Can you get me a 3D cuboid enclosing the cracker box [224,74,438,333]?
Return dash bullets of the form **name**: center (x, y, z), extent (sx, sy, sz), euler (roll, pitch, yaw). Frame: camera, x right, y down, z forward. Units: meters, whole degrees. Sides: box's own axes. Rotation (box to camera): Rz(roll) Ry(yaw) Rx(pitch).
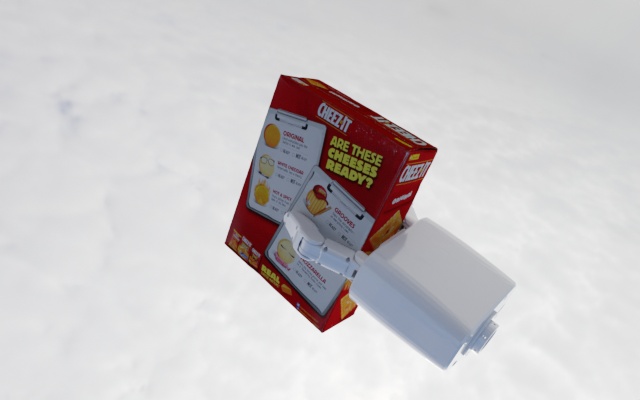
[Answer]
- **cracker box**: center (0.000, 0.002, 0.502), extent (0.164, 0.214, 0.072), euler (37, 28, 27)
